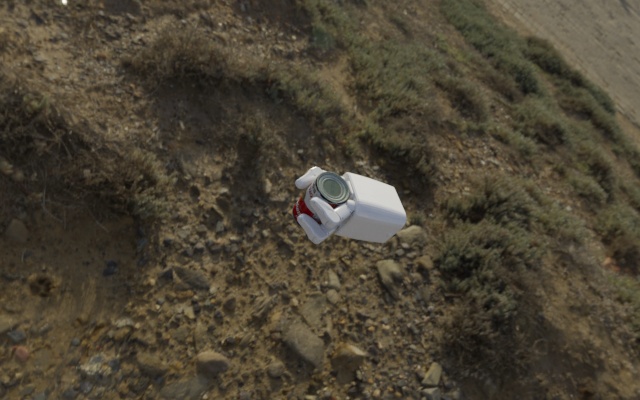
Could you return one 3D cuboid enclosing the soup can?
[{"bbox_3d":[0.000,0.002,0.860,0.068,0.068,0.102,0,-31,-31],"label":"soup can"}]
